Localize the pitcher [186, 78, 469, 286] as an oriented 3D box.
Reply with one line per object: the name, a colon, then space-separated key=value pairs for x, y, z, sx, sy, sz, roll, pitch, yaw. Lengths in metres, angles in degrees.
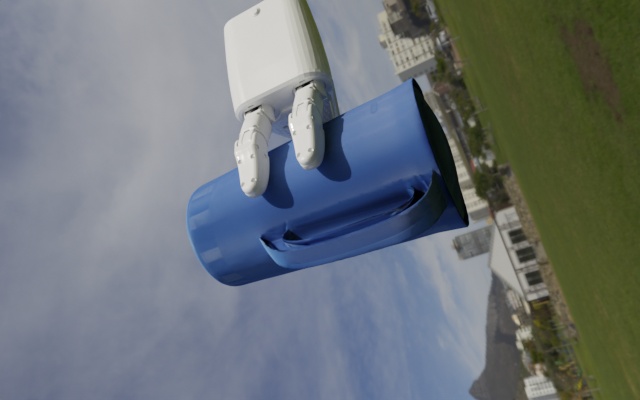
pitcher: x=0.000 y=0.001 z=0.431 sx=0.243 sy=0.145 sz=0.149 roll=-21 pitch=-21 yaw=20
